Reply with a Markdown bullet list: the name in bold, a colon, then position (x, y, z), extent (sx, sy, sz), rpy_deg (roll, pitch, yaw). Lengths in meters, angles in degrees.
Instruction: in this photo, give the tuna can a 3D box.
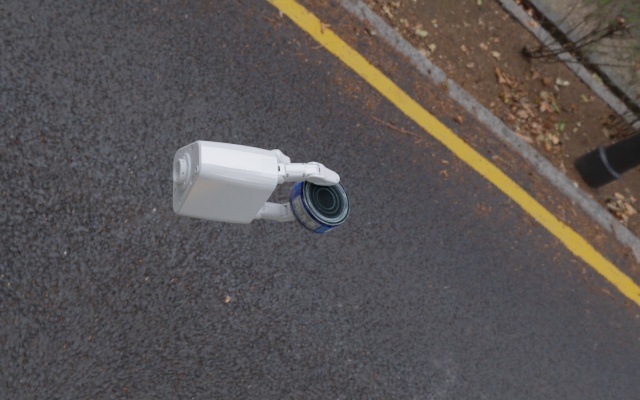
- **tuna can**: position (0.000, 0.002, 0.681), extent (0.086, 0.086, 0.034), rpy_deg (0, -22, -39)
